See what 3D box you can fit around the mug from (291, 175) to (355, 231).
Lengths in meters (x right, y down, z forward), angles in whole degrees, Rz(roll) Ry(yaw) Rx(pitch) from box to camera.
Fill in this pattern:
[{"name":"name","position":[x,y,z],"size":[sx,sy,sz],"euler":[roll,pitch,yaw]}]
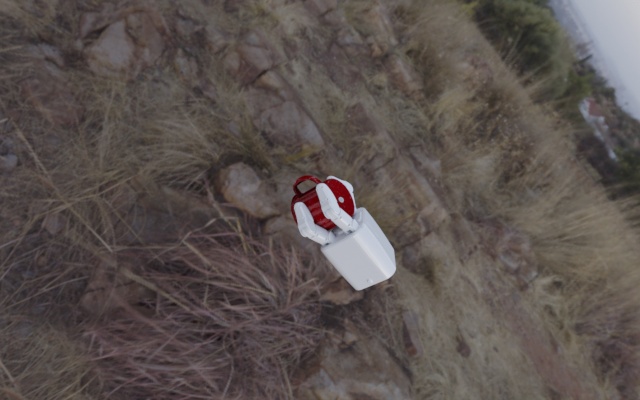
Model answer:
[{"name":"mug","position":[-0.001,0.002,0.858],"size":[0.081,0.117,0.093],"euler":[-29,17,32]}]
